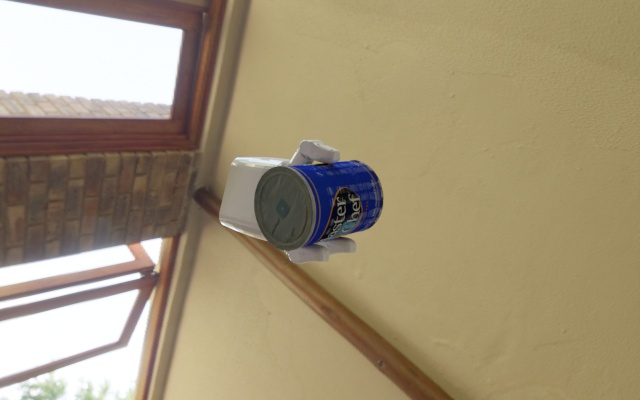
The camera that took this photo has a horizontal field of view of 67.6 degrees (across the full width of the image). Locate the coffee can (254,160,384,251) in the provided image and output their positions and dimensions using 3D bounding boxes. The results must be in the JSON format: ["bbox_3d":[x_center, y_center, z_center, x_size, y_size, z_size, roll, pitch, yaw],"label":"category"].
[{"bbox_3d":[0.000,0.002,0.620,0.103,0.103,0.140,0,7,43],"label":"coffee can"}]
